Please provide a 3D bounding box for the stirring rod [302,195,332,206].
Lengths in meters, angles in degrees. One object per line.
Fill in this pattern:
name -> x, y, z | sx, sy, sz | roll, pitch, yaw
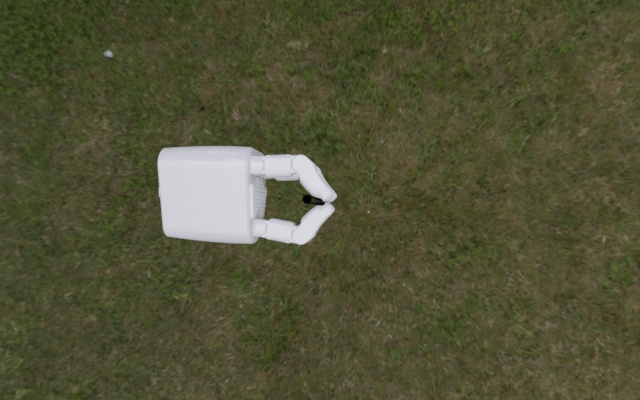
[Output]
stirring rod -> 0.000, 0.002, 0.534 | 0.011, 0.011, 0.239 | 0, -1, 6
